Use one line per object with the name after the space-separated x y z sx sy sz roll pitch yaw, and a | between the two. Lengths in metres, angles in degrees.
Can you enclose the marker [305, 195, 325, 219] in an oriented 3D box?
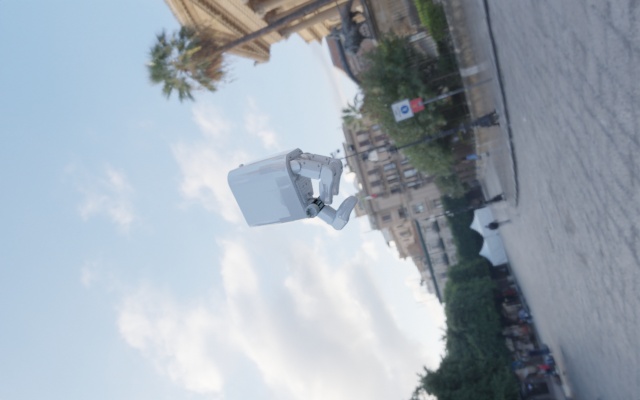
0.000 0.002 0.739 0.020 0.020 0.121 0 14 14 | marker
